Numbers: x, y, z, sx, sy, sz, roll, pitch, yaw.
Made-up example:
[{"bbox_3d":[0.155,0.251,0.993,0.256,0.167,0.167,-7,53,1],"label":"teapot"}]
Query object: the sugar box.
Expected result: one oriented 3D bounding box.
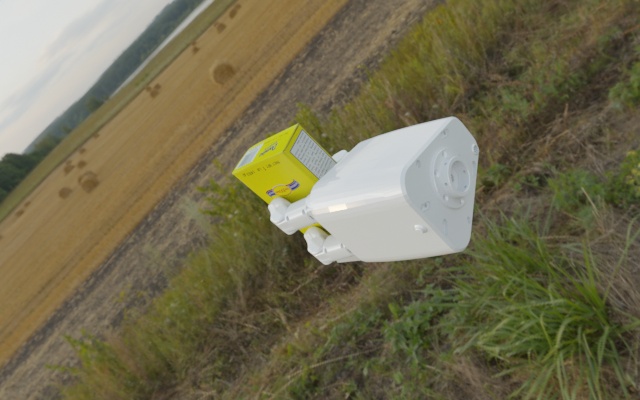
[{"bbox_3d":[0.000,0.002,0.518,0.176,0.048,0.093,44,-35,-25],"label":"sugar box"}]
